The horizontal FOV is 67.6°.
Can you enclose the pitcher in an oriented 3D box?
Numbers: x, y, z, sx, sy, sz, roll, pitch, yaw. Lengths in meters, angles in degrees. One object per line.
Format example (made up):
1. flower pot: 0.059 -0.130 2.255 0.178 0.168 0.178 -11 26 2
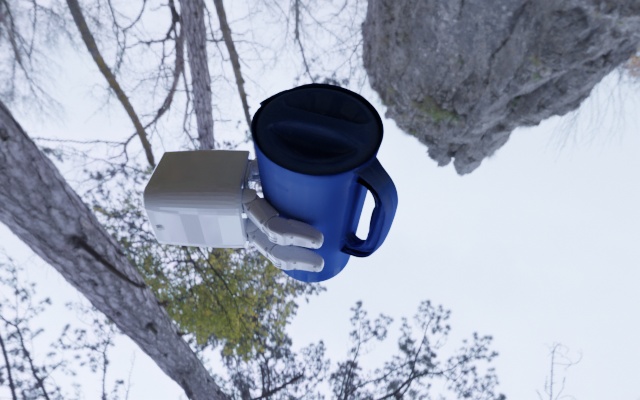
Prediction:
1. pitcher: 0.000 0.002 0.560 0.145 0.149 0.243 0 -38 -2
